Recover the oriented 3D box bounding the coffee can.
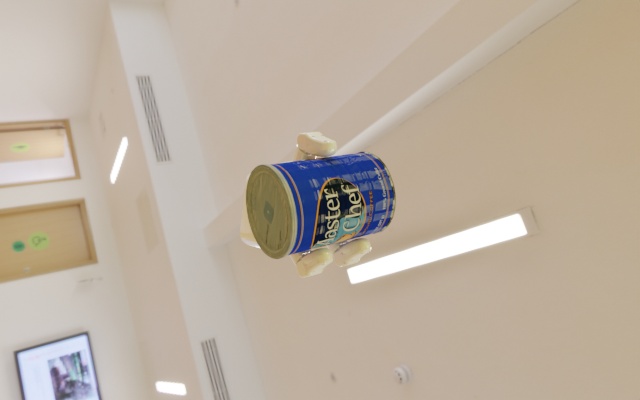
[{"bbox_3d":[0.000,0.002,0.547,0.140,0.103,0.103,-11,6,-33],"label":"coffee can"}]
